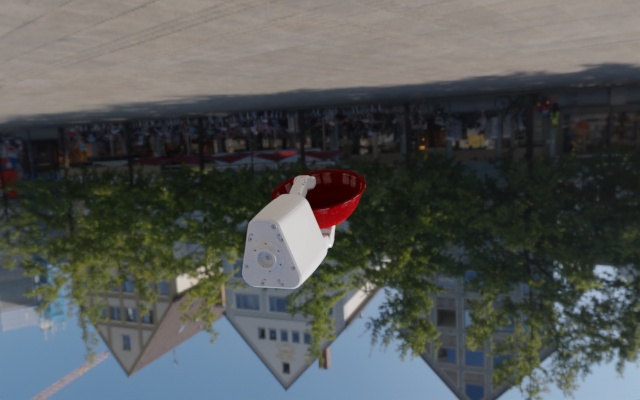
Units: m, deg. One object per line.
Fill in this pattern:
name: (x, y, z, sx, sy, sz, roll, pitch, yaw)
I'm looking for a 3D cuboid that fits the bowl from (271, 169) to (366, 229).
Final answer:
bowl: (0.001, 0.002, 0.815, 0.162, 0.055, 0.162, -9, 26, 4)
